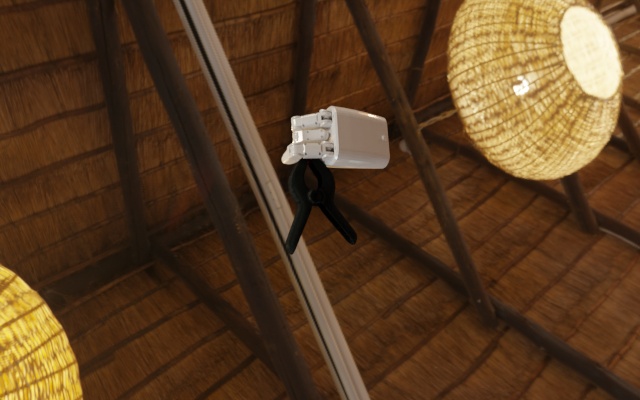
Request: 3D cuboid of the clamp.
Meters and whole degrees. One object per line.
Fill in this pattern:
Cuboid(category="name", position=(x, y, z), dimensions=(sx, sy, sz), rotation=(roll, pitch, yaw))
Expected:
Cuboid(category="clamp", position=(0.000, 0.002, 0.776), dimensions=(0.120, 0.171, 0.039), rotation=(4, -11, -25))
